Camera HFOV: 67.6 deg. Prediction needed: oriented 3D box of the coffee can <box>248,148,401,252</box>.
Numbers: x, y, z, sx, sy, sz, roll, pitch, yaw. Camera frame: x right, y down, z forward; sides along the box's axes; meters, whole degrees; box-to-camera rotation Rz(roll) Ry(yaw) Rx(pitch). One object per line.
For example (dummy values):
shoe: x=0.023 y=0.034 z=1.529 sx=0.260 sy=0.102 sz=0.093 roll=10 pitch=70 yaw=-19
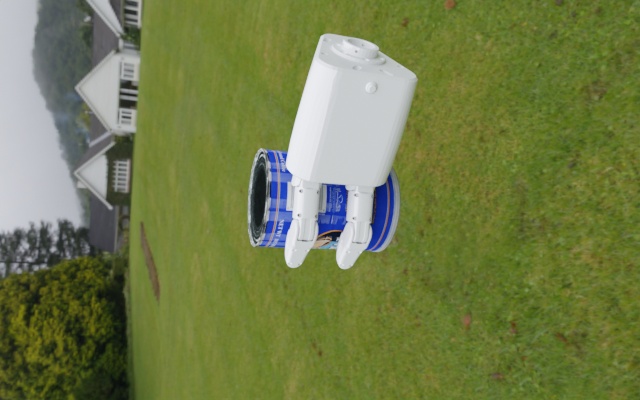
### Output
coffee can: x=0.000 y=0.002 z=0.515 sx=0.140 sy=0.103 sz=0.103 roll=4 pitch=-1 yaw=-18
